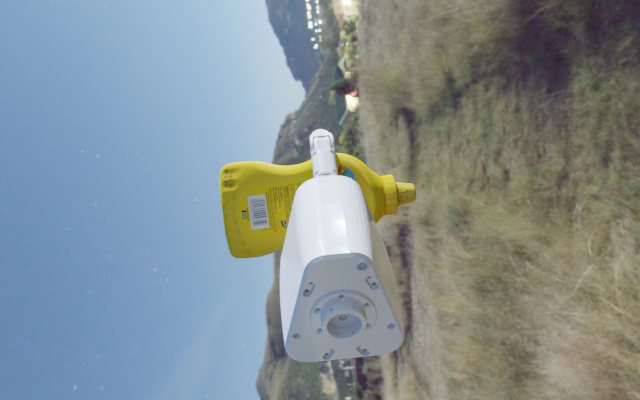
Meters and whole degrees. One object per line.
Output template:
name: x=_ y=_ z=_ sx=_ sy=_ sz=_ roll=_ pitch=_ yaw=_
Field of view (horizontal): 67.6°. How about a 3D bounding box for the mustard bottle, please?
mustard bottle: x=0.000 y=0.001 z=0.483 sx=0.191 sy=0.096 sz=0.058 roll=-6 pitch=7 yaw=0
